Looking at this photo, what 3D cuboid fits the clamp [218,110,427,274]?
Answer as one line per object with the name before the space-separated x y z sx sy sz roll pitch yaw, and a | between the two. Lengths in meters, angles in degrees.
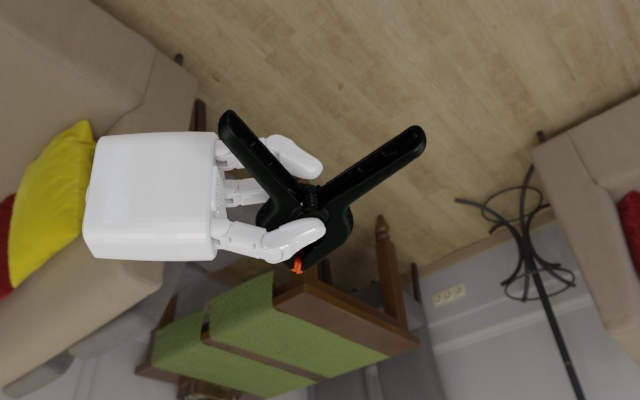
clamp | 0.000 0.002 0.439 0.164 0.036 0.210 0 -39 -3
